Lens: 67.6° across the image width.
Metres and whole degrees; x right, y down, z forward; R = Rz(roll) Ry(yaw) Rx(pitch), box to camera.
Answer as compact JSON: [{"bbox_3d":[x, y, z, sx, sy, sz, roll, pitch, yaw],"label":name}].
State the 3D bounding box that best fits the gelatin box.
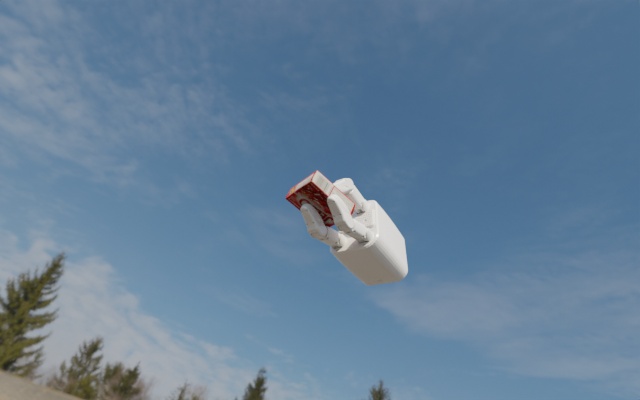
[{"bbox_3d":[0.000,0.002,0.768,0.089,0.030,0.073,41,-42,-17],"label":"gelatin box"}]
